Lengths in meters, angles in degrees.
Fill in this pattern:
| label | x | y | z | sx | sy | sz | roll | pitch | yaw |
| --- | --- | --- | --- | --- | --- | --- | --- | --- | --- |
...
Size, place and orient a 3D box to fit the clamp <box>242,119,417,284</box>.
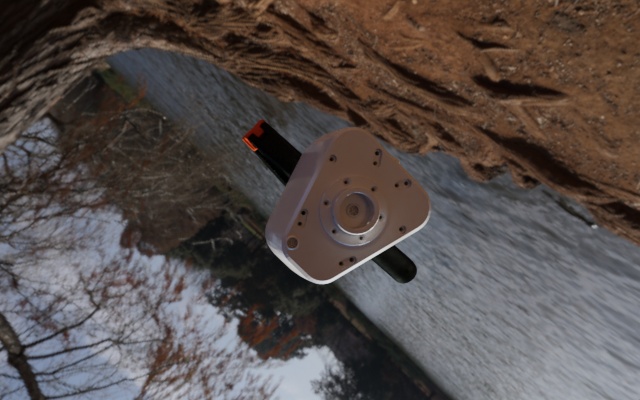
| label | x | y | z | sx | sy | sz | roll | pitch | yaw |
| --- | --- | --- | --- | --- | --- | --- | --- | --- | --- |
| clamp | -0.001 | 0.002 | 0.512 | 0.210 | 0.036 | 0.164 | 45 | -9 | -8 |
